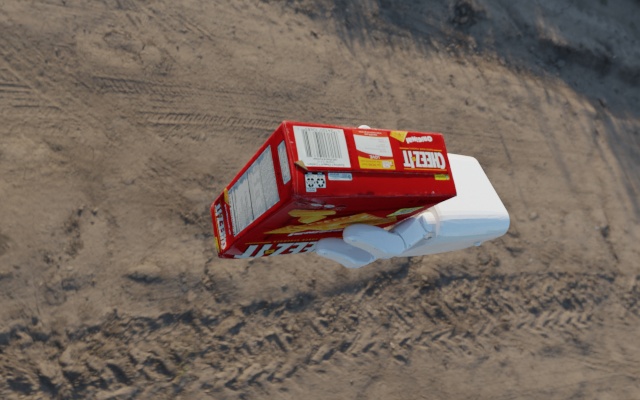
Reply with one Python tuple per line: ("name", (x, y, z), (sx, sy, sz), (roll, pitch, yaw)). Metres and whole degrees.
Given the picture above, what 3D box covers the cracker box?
("cracker box", (0.000, 0.001, 0.480), (0.164, 0.072, 0.214), (-1, -18, -29))
